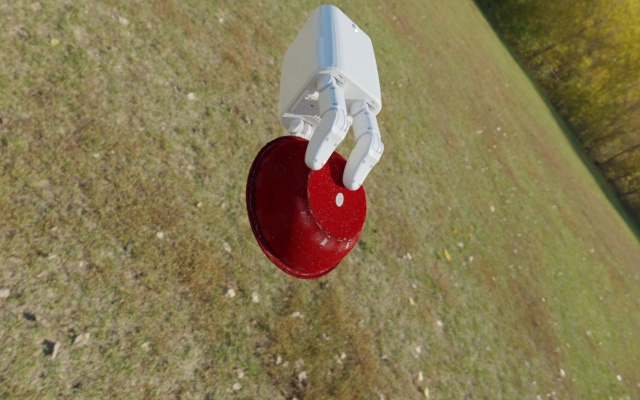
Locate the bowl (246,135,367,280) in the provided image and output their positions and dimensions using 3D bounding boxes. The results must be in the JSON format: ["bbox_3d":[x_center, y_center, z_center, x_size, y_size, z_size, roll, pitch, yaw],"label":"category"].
[{"bbox_3d":[0.000,0.003,0.512,0.055,0.162,0.162,-14,-10,43],"label":"bowl"}]
